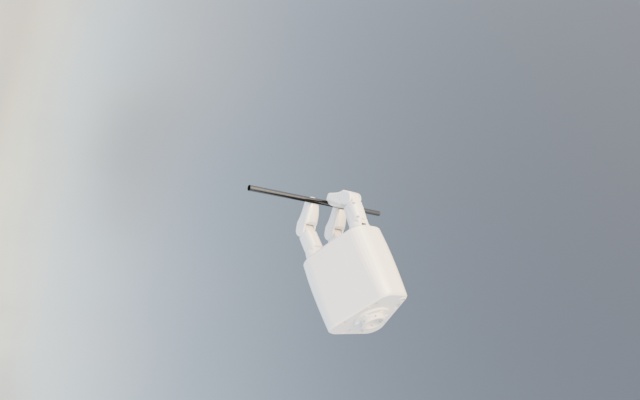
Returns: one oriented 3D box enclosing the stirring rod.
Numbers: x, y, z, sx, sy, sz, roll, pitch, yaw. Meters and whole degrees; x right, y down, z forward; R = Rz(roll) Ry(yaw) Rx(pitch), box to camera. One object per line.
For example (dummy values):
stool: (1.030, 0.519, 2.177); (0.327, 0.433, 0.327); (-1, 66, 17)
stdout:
stirring rod: (0.000, 0.002, 0.697); (0.239, 0.011, 0.011); (11, -7, -37)
